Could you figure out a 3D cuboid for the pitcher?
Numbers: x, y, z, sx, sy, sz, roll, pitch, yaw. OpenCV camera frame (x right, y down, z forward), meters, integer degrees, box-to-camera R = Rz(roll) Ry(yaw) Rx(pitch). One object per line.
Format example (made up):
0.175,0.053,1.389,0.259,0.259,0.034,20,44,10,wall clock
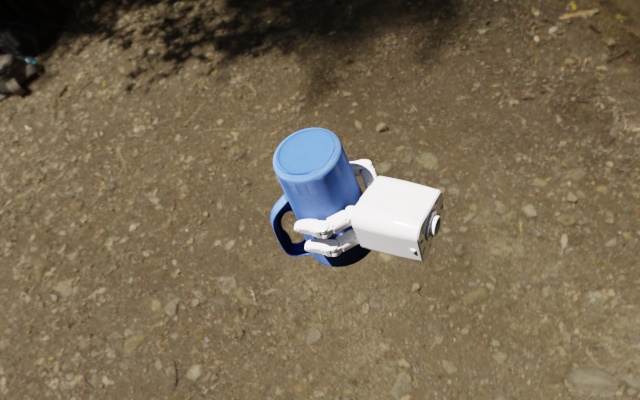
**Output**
0.000,0.003,0.794,0.145,0.149,0.243,14,-30,28,pitcher
